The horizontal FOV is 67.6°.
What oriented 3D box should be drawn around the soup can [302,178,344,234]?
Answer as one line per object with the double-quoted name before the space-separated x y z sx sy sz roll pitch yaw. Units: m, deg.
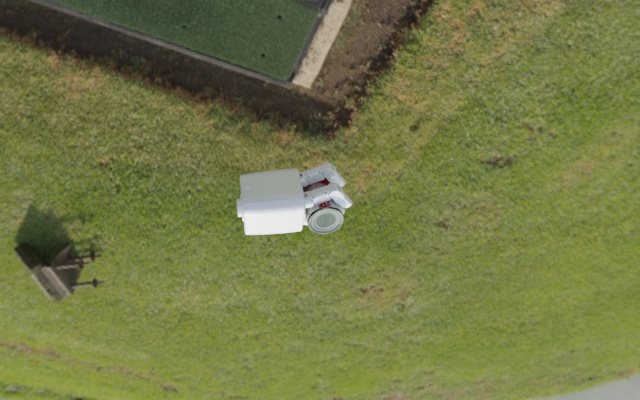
"soup can" 0.001 0.003 0.878 0.068 0.069 0.102 0 43 -15
